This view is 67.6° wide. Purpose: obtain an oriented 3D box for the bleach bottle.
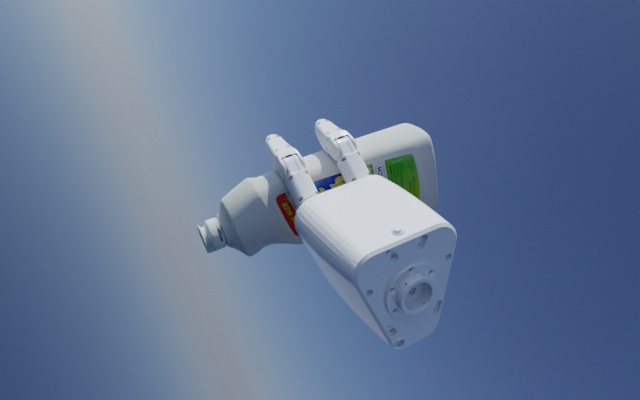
[{"bbox_3d":[0.000,0.002,0.498,0.251,0.103,0.068,-21,30,-17],"label":"bleach bottle"}]
